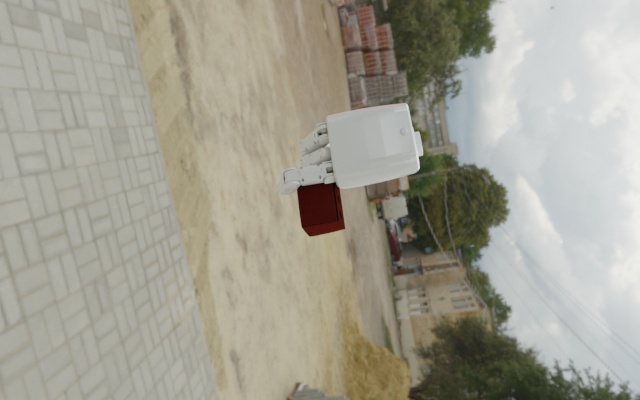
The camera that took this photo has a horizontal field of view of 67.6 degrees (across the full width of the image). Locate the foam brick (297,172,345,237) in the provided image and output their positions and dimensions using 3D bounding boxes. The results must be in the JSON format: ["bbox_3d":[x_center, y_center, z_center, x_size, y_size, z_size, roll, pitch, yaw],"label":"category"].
[{"bbox_3d":[0.000,0.002,0.638,0.051,0.078,0.053,-10,-17,8],"label":"foam brick"}]
